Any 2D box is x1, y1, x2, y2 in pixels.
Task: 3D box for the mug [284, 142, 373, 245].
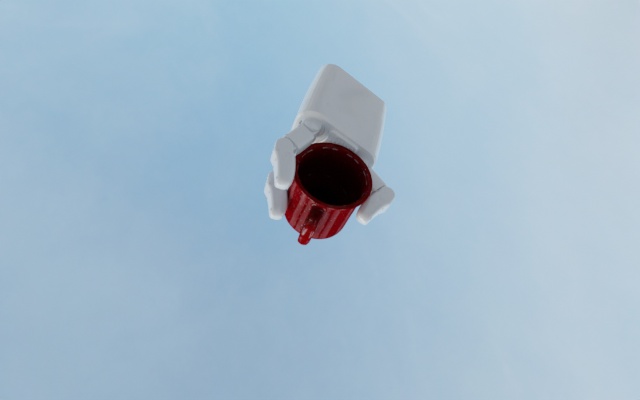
[{"bbox_3d":[0.000,0.003,0.552,0.093,0.117,0.081,22,-38,-4],"label":"mug"}]
